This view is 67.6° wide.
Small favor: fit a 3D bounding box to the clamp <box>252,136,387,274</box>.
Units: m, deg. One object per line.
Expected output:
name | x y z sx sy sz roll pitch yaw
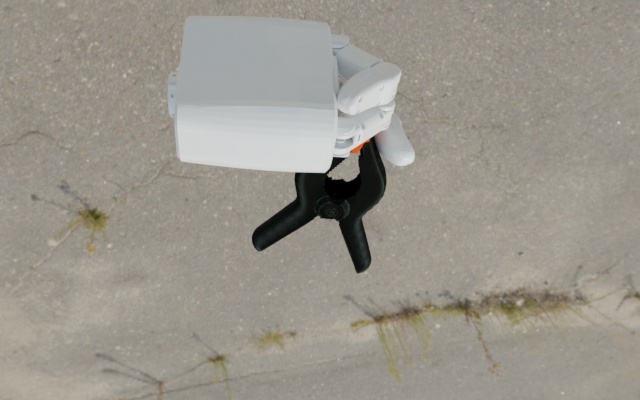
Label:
clamp | 0.000 0.002 0.430 0.120 0.172 0.039 3 40 -7
